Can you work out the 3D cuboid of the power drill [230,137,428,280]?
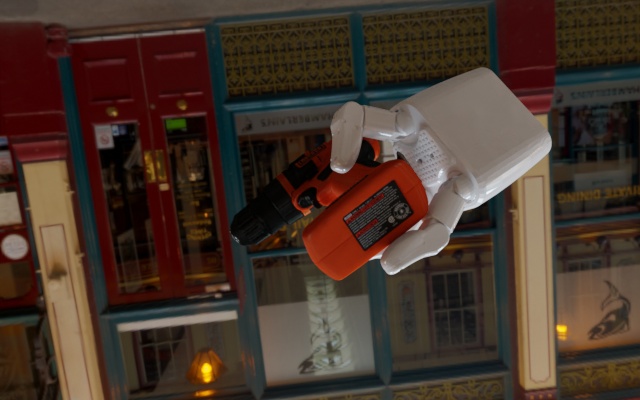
[{"bbox_3d":[0.000,0.001,0.445,0.184,0.057,0.187,-39,23,-3],"label":"power drill"}]
